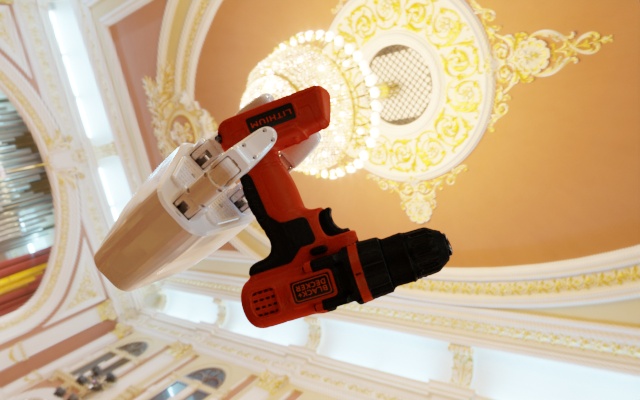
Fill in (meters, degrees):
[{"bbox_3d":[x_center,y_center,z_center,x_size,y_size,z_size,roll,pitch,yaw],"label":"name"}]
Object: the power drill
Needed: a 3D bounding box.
[{"bbox_3d":[0.000,0.001,0.414,0.184,0.187,0.057,-19,-8,5],"label":"power drill"}]
